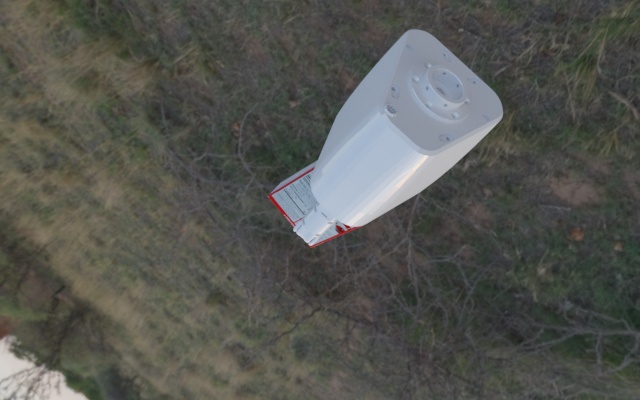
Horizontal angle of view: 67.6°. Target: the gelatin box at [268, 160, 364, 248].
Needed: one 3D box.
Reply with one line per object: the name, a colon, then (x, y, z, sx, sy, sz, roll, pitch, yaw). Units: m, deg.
gelatin box: (0.000, 0.002, 0.477, 0.089, 0.073, 0.030, -28, 16, 46)
